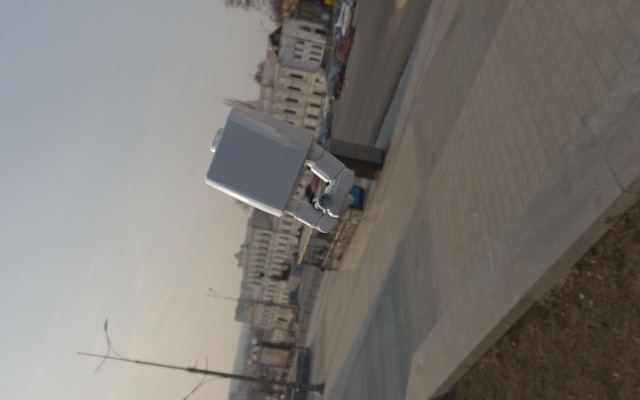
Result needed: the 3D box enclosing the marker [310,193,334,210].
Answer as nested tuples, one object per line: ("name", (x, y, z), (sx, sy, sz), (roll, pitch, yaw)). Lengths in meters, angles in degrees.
("marker", (0.000, 0.002, 0.590), (0.020, 0.020, 0.121), (0, -1, -6))
